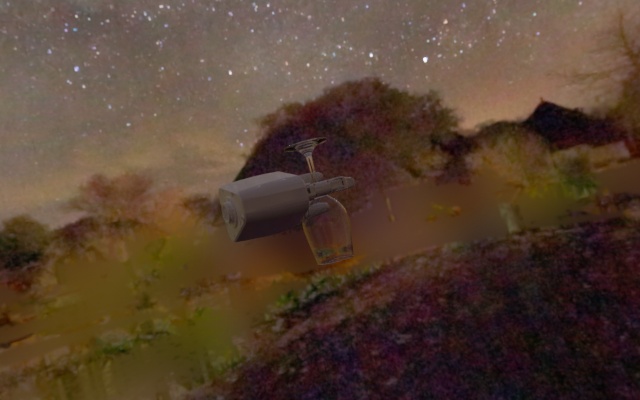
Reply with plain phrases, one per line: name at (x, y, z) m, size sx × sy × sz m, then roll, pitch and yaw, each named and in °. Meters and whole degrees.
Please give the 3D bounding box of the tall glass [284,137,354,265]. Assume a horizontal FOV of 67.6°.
tall glass at (0.000, 0.002, 0.791) m, size 0.079 × 0.201 × 0.079 m, roll -15°, pitch -2°, yaw 0°
